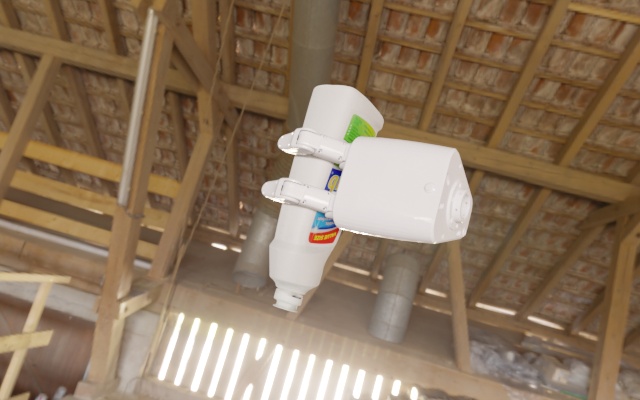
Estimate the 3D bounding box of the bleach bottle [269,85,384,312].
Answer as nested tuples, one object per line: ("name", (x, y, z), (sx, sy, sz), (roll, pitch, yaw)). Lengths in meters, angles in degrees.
("bleach bottle", (0.000, 0.002, 0.548), (0.068, 0.250, 0.102), (10, -11, 32))
